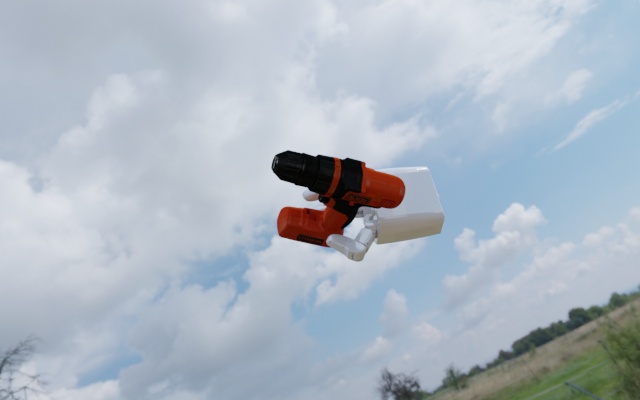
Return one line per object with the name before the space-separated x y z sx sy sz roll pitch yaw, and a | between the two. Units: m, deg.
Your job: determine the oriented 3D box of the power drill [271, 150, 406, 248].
power drill | 0.000 0.002 0.678 0.184 0.057 0.188 15 -29 -17
